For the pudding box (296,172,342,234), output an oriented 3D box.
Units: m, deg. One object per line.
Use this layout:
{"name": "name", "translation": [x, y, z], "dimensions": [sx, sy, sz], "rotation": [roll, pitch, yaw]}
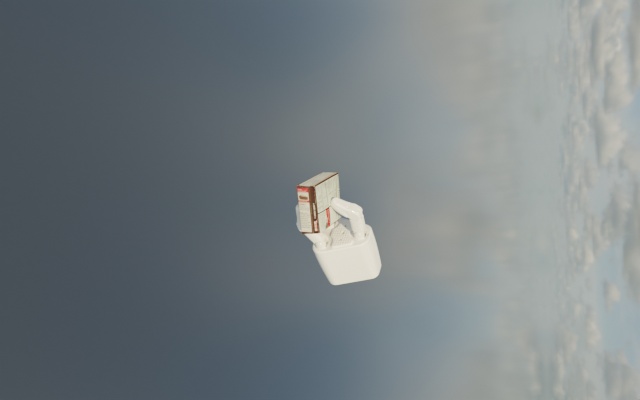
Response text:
{"name": "pudding box", "translation": [0.000, 0.003, 0.866], "dimensions": [0.039, 0.090, 0.113], "rotation": [0, 15, 23]}
